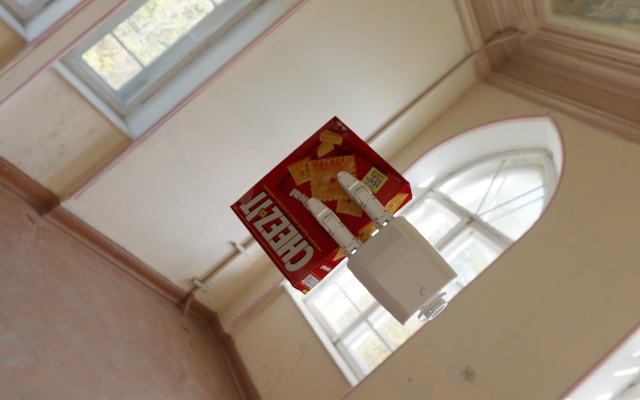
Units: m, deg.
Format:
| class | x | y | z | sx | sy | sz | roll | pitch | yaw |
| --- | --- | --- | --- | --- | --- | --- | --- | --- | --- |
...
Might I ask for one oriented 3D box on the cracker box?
| class | x | y | z | sx | sy | sz | roll | pitch | yaw |
| --- | --- | --- | --- | --- | --- | --- | --- | --- | --- |
| cracker box | 0.000 | 0.002 | 0.696 | 0.213 | 0.164 | 0.072 | -41 | -25 | -3 |
